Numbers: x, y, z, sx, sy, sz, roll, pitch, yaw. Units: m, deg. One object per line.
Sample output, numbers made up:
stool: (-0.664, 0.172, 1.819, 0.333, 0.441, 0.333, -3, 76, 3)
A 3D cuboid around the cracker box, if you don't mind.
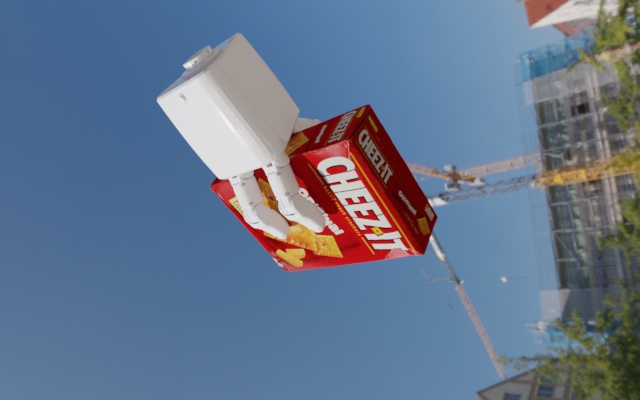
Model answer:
cracker box: (0.000, 0.002, 0.558, 0.214, 0.164, 0.072, -13, 35, 39)
